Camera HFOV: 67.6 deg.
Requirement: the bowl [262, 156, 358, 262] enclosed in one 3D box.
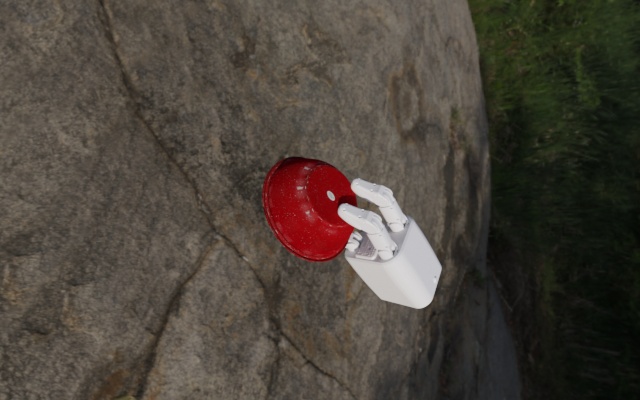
[{"bbox_3d":[-0.001,0.001,0.671,0.162,0.162,0.055,0,-20,-41],"label":"bowl"}]
